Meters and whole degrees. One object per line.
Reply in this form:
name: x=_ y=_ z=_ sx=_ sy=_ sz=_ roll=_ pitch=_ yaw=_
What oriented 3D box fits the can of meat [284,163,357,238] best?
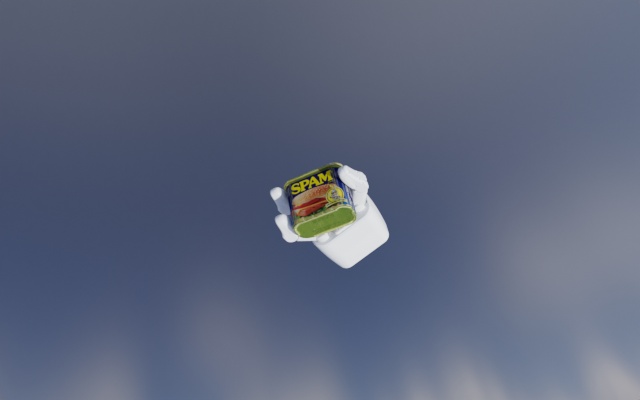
can of meat: x=0.000 y=0.003 z=0.734 sx=0.102 sy=0.084 sz=0.057 roll=-21 pitch=-37 yaw=12
